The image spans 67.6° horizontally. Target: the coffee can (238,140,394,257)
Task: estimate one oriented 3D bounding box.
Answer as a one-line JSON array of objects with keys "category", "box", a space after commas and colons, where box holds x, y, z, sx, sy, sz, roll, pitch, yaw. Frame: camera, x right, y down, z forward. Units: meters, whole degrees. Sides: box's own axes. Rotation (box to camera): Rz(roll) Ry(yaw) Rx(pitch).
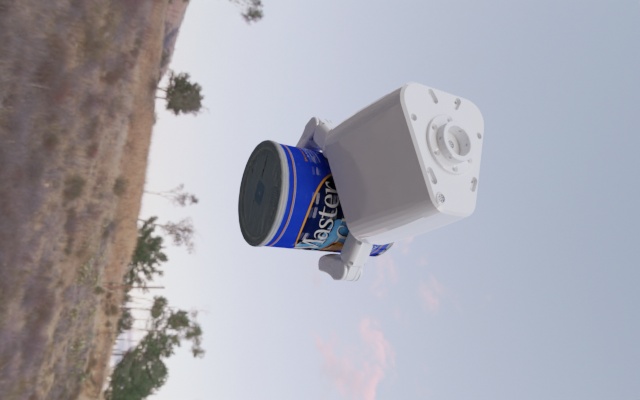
[{"category": "coffee can", "box": [0.000, 0.002, 0.488, 0.140, 0.103, 0.103, 8, -4, -30]}]
